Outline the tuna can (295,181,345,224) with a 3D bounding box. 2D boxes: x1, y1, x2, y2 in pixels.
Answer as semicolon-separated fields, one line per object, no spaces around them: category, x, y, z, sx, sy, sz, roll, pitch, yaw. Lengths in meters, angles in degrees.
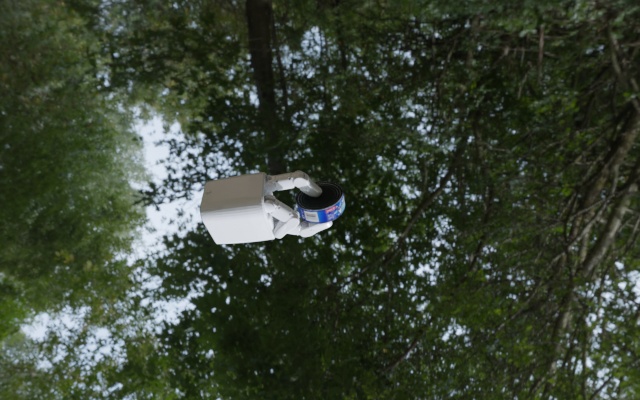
tuna can;0.000;0.003;0.845;0.086;0.034;0.086;-8;36;6
